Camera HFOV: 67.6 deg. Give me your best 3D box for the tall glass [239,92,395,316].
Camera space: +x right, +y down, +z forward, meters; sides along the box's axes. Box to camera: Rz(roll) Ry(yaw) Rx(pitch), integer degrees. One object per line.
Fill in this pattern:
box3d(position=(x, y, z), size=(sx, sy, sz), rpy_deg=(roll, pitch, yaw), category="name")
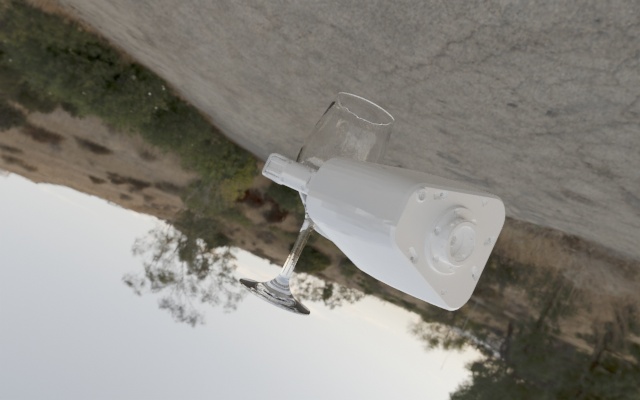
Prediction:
box3d(position=(0.000, 0.002, 0.453), size=(0.079, 0.201, 0.079), rpy_deg=(25, -3, 1), category="tall glass")
